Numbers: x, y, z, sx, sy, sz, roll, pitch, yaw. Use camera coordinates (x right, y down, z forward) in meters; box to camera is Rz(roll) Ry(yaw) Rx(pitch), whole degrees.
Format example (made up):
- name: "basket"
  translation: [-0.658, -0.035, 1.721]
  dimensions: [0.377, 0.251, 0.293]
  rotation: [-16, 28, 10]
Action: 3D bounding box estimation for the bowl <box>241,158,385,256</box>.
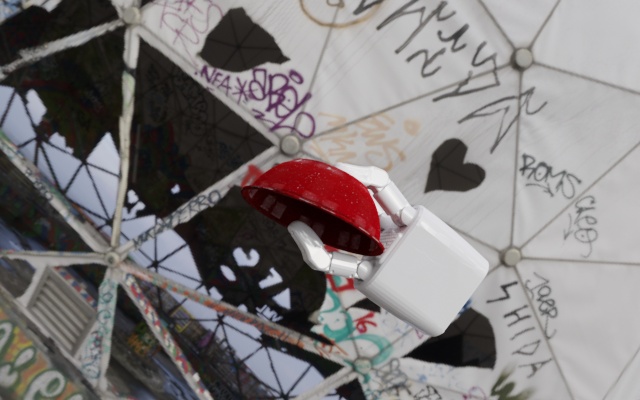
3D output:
- name: "bowl"
  translation: [-0.001, 0.001, 0.504]
  dimensions: [0.162, 0.055, 0.162]
  rotation: [22, -15, 6]
